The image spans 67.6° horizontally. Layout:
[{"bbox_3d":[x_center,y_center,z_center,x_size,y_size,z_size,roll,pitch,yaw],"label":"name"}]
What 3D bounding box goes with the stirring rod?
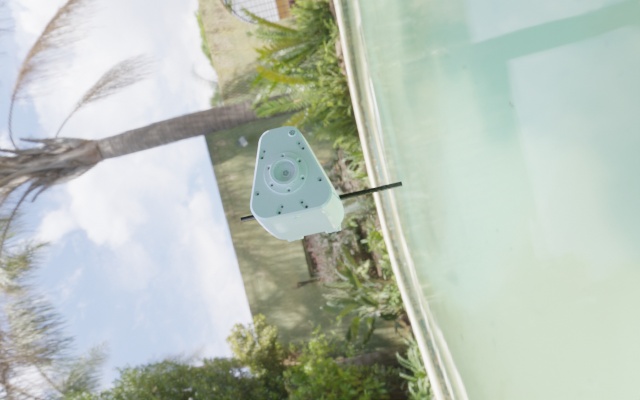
[{"bbox_3d":[0.000,0.002,0.696,0.239,0.011,0.011,-13,-1,5],"label":"stirring rod"}]
